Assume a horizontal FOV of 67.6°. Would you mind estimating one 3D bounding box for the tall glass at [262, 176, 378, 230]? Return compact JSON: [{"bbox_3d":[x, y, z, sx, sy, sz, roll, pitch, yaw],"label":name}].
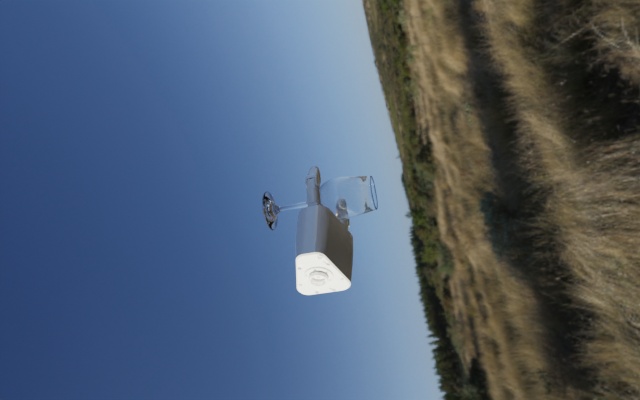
[{"bbox_3d":[-0.001,0.003,0.872,0.201,0.079,0.079,-10,-2,13],"label":"tall glass"}]
